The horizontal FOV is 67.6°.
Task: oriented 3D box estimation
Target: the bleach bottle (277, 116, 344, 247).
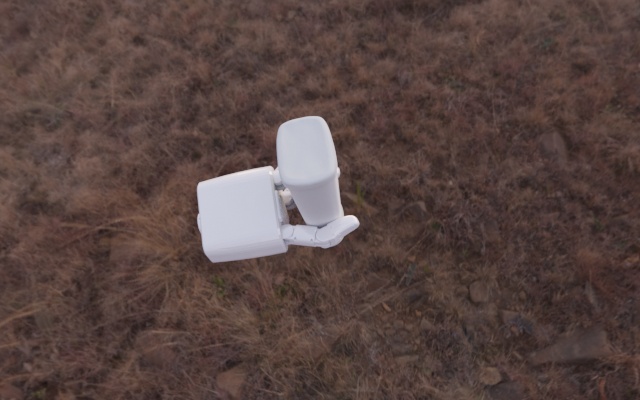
[{"bbox_3d":[0.000,0.002,0.655,0.068,0.102,0.251,-11,-32,4],"label":"bleach bottle"}]
